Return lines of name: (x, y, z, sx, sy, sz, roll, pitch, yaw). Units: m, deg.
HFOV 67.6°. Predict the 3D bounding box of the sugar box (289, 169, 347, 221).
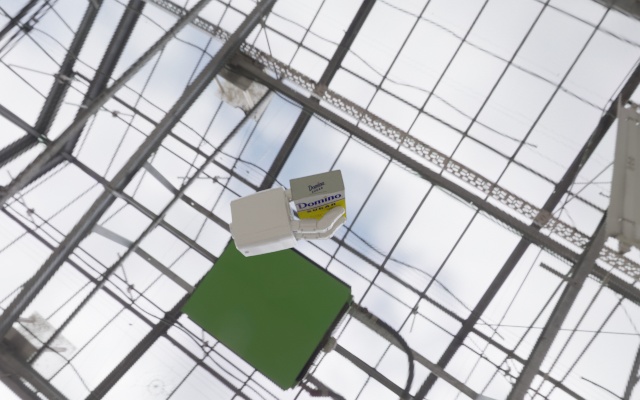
sugar box: (0.000, 0.003, 0.887, 0.093, 0.048, 0.176, -12, -18, 1)
